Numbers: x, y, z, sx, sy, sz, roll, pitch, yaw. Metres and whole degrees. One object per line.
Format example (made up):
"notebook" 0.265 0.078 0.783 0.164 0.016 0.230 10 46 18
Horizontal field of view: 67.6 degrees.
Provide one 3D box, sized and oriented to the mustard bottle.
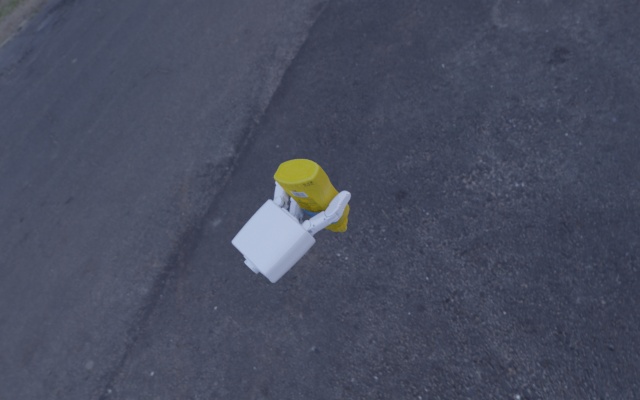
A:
"mustard bottle" 0.000 0.002 0.892 0.096 0.058 0.192 3 -33 37
